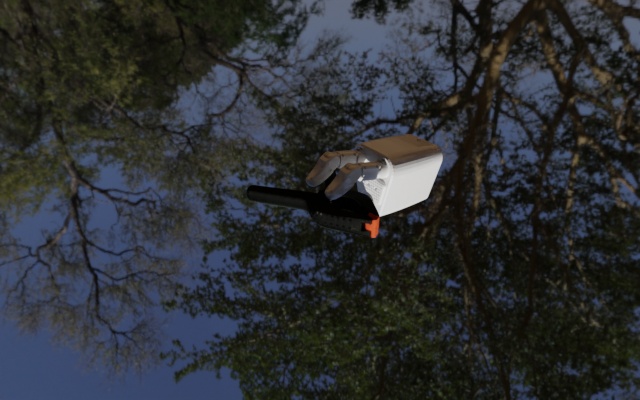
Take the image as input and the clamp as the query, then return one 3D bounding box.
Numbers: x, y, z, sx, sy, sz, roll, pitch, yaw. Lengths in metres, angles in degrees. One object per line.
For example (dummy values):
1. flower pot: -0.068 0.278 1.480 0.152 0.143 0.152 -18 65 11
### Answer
1. clamp: 0.001 0.003 0.696 0.164 0.036 0.210 -15 30 -28
